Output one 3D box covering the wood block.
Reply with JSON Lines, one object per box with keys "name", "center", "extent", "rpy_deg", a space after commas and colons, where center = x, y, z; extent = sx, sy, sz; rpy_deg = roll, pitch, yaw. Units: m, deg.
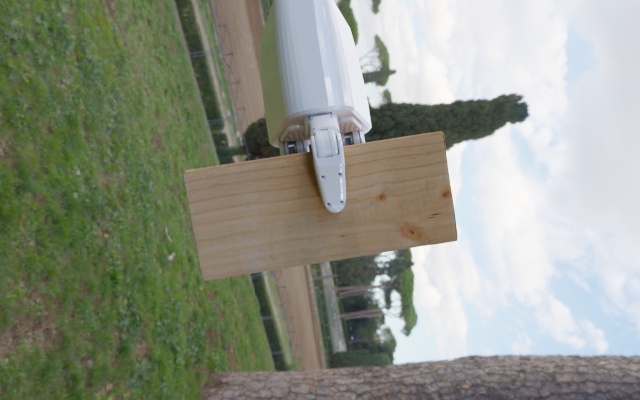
{"name": "wood block", "center": [0.000, 0.001, 0.416], "extent": [0.206, 0.090, 0.091], "rpy_deg": [-9, 5, 0]}
